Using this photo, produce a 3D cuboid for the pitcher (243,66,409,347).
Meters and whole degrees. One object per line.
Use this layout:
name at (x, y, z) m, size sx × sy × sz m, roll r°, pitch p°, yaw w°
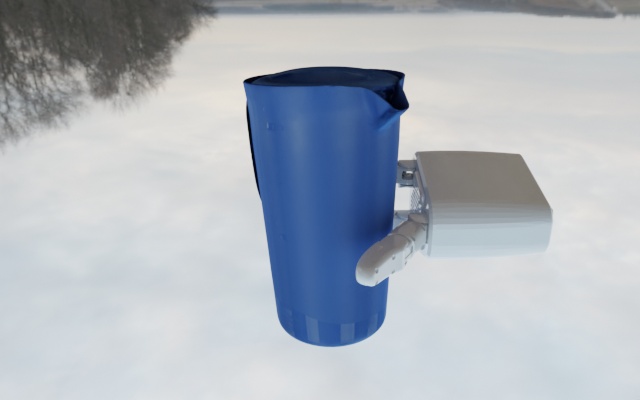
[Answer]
pitcher at (0.000, 0.001, 0.441) m, size 0.145 × 0.243 × 0.149 m, roll -1°, pitch 20°, yaw 1°
